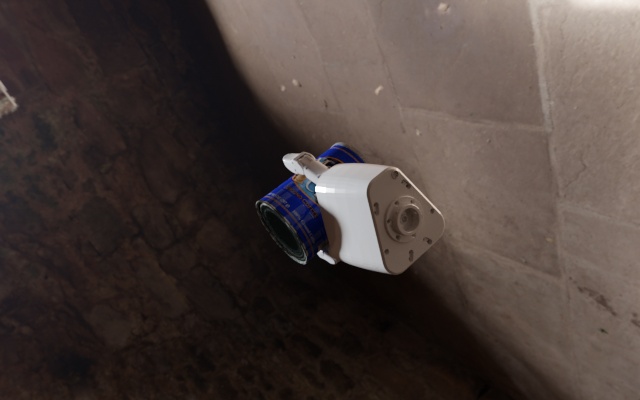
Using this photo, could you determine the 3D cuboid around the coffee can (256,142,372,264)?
[{"bbox_3d":[0.000,0.002,0.640,0.140,0.103,0.103,-38,15,-20],"label":"coffee can"}]
